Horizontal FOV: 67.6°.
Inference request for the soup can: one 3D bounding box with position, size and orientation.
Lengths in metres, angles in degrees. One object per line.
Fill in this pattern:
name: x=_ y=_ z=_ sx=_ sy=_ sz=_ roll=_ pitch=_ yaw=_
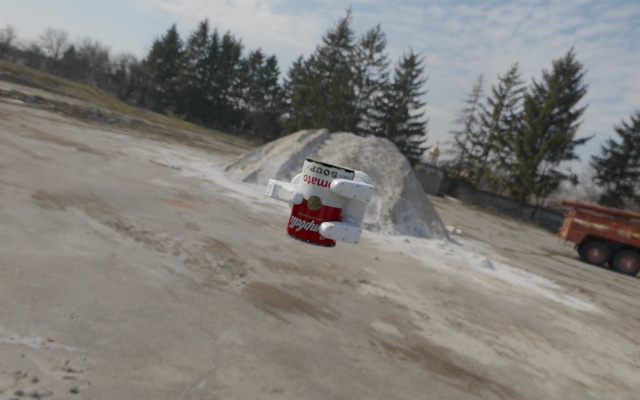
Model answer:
soup can: x=0.000 y=0.002 z=0.616 sx=0.068 sy=0.102 sz=0.068 roll=15 pitch=6 yaw=-2
